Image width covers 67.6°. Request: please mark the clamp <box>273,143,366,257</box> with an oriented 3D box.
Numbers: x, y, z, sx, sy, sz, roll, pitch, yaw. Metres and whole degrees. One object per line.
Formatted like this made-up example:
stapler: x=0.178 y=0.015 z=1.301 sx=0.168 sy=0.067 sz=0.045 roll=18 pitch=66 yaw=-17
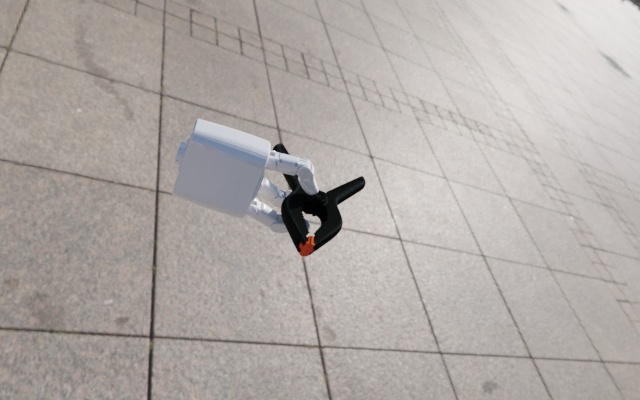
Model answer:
clamp: x=0.000 y=0.002 z=0.728 sx=0.164 sy=0.209 sz=0.036 roll=16 pitch=-49 yaw=-16
